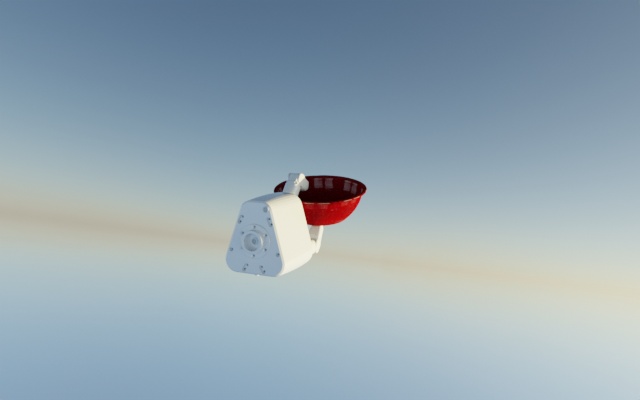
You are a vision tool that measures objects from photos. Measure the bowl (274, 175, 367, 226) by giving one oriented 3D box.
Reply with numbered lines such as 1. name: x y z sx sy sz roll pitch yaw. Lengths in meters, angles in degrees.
1. bowl: 0.001 0.003 0.838 0.162 0.055 0.162 -1 19 0
